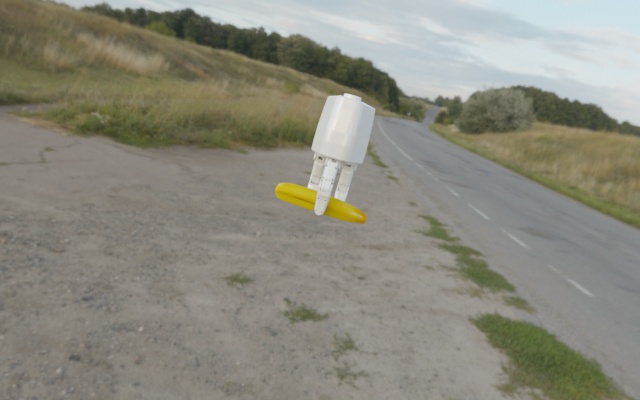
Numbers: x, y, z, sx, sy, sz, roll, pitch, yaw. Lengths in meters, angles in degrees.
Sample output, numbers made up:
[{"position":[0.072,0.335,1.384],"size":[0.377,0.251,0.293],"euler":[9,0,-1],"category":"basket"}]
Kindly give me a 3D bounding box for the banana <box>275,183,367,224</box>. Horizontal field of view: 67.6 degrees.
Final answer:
[{"position":[-0.011,0.000,0.872],"size":[0.198,0.037,0.069],"euler":[18,3,28],"category":"banana"}]
